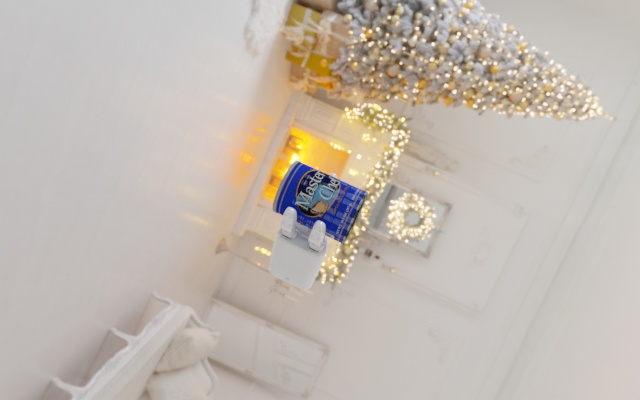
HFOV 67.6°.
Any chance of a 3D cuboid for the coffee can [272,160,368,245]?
[{"bbox_3d":[0.000,0.003,0.848,0.140,0.103,0.103,25,3,7],"label":"coffee can"}]
